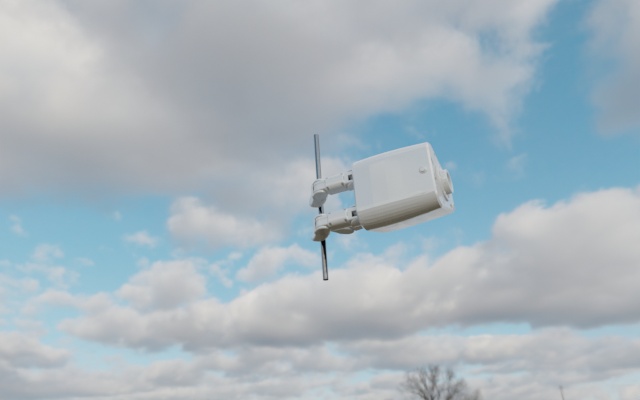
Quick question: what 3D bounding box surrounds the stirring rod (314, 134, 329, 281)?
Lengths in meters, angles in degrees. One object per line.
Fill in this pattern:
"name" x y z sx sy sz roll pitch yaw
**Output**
"stirring rod" 0.000 0.002 0.710 0.011 0.239 0.011 -3 -27 -2
